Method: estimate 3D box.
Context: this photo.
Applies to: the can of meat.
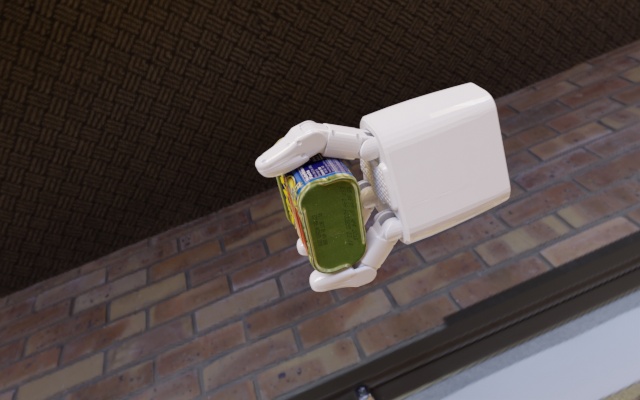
[{"bbox_3d":[0.000,0.001,0.424,0.057,0.102,0.084,-18,36,-9],"label":"can of meat"}]
